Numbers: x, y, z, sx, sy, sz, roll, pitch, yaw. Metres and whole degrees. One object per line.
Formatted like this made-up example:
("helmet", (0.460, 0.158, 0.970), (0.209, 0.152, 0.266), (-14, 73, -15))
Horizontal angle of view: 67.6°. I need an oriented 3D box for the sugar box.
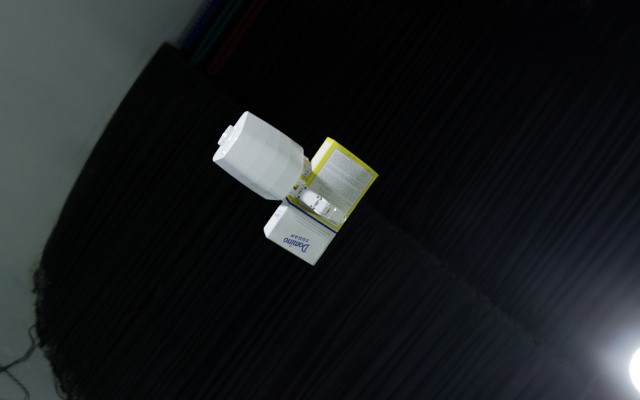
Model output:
("sugar box", (0.000, 0.002, 0.735), (0.093, 0.176, 0.048), (35, 7, -20))
